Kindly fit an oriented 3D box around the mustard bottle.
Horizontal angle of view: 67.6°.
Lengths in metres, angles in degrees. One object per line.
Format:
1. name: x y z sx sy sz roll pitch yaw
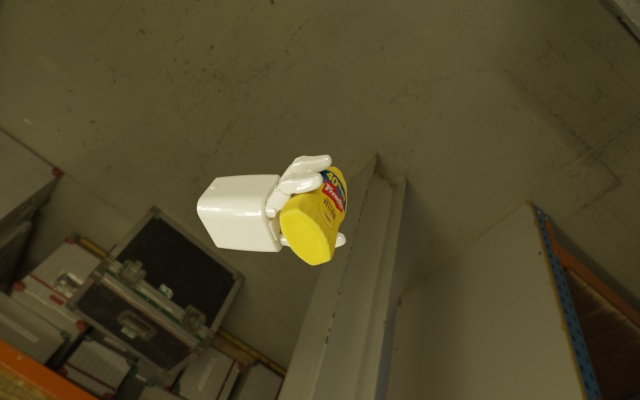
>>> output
1. mustard bottle: 0.000 0.002 0.716 0.058 0.096 0.191 -22 24 26
